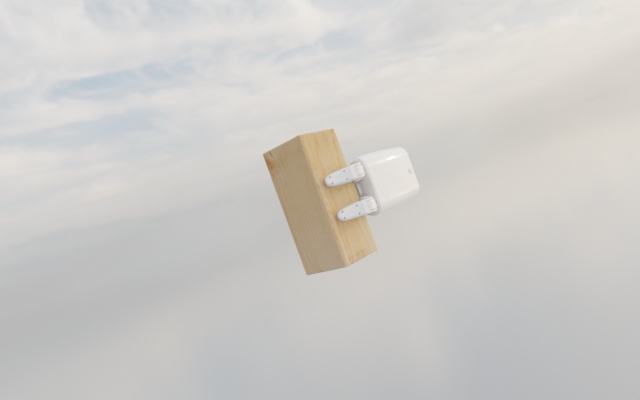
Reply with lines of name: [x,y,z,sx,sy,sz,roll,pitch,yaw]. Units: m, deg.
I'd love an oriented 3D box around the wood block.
wood block: [0.000,0.002,0.759,0.091,0.206,0.090,-20,0,43]
